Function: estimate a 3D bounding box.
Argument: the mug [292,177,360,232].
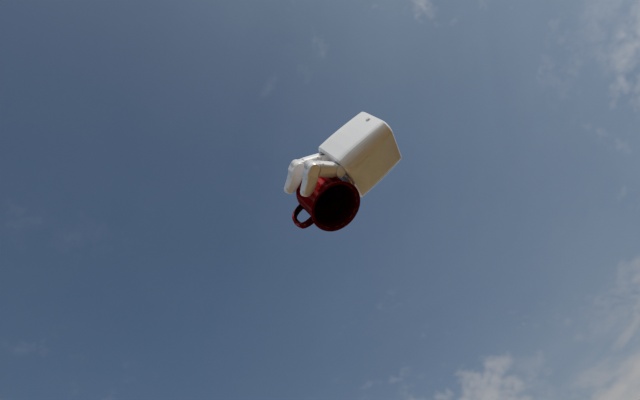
[{"bbox_3d":[-0.001,0.004,0.829,0.093,0.117,0.081,51,-6,-37],"label":"mug"}]
